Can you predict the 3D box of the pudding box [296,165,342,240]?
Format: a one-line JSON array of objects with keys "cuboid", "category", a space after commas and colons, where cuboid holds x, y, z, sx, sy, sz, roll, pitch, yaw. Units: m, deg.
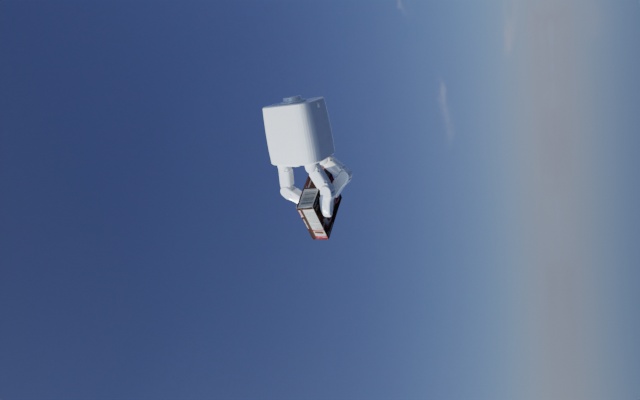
[{"cuboid": [0.000, 0.003, 0.891, 0.039, 0.113, 0.090, -2, -44, 26], "category": "pudding box"}]
